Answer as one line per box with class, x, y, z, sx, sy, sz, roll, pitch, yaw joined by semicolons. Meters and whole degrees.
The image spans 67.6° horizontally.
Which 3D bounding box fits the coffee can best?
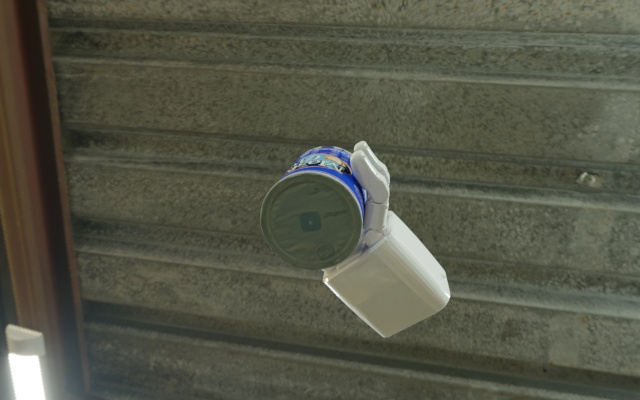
coffee can;0.000;0.002;0.536;0.103;0.103;0.140;0;17;9
